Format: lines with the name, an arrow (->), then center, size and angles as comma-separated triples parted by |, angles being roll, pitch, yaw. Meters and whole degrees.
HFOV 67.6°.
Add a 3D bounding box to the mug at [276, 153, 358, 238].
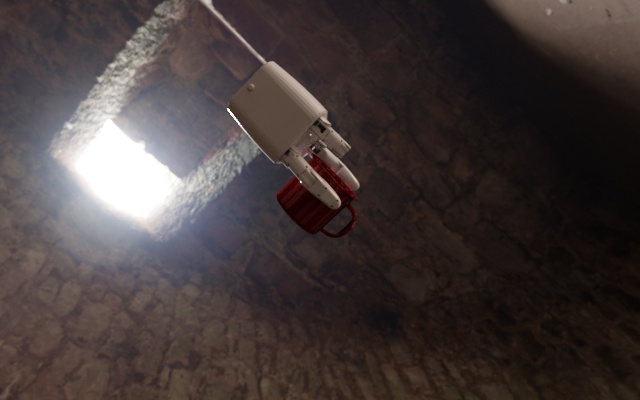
mug -> 0.001, 0.003, 0.677 | 0.081, 0.117, 0.093 | -44, -9, 7
